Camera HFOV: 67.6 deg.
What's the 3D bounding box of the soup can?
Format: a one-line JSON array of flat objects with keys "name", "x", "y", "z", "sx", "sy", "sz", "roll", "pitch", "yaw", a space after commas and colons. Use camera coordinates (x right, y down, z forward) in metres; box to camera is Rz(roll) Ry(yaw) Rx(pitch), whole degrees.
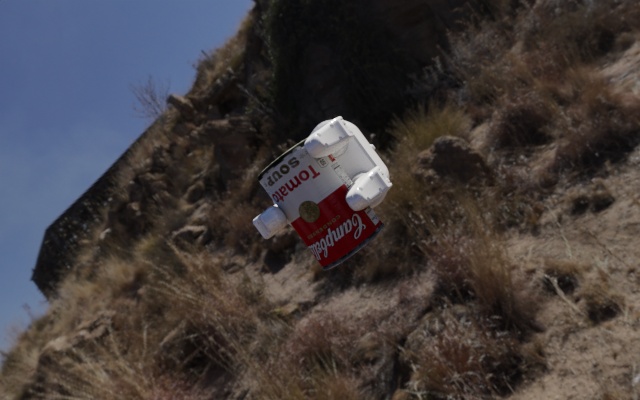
[{"name": "soup can", "x": 0.000, "y": 0.001, "z": 0.426, "sx": 0.068, "sy": 0.102, "sz": 0.068, "roll": -36, "pitch": 1, "yaw": 1}]
